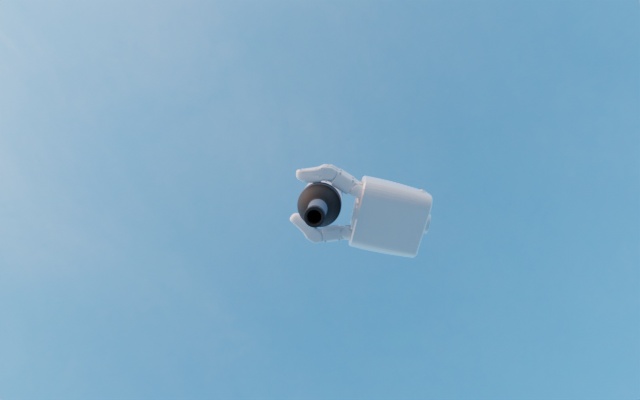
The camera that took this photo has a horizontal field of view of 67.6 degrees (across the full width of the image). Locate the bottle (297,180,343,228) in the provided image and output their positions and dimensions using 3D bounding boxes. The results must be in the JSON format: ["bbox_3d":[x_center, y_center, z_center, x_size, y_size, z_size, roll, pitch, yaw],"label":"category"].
[{"bbox_3d":[0.000,0.002,0.751,0.069,0.069,0.295,0,7,3],"label":"bottle"}]
